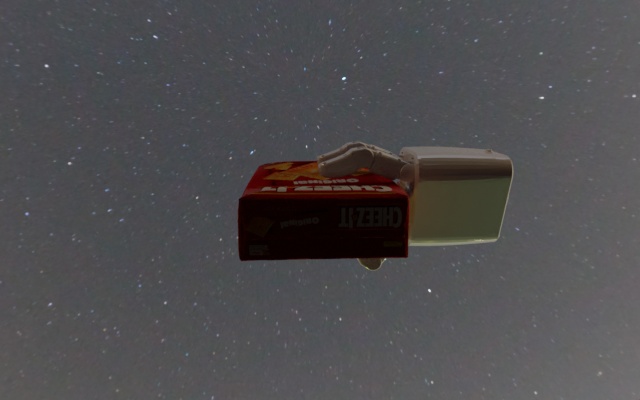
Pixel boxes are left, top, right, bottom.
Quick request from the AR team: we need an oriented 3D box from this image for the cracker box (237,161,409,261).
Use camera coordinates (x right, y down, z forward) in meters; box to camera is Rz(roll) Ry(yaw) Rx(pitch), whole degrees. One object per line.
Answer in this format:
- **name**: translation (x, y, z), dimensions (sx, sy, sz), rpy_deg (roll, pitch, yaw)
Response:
- **cracker box**: translation (0.000, 0.002, 0.551), dimensions (0.164, 0.072, 0.213), rpy_deg (-1, 12, -2)
